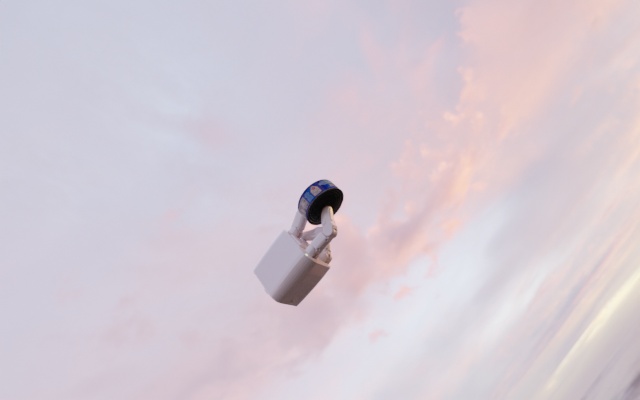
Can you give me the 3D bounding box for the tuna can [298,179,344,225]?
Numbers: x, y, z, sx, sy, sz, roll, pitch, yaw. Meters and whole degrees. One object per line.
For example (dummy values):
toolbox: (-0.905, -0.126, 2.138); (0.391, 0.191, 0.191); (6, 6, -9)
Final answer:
tuna can: (0.000, 0.003, 0.898); (0.086, 0.086, 0.033); (0, 35, -47)
